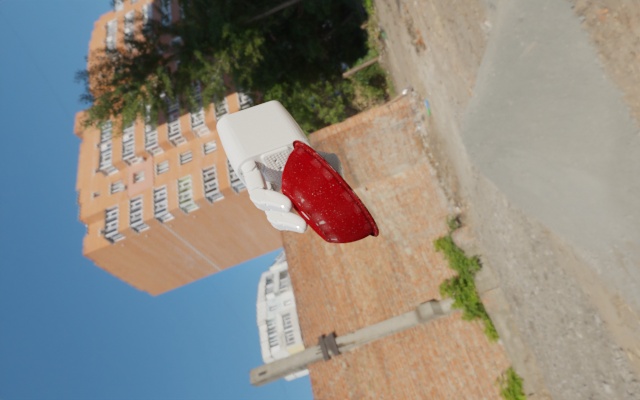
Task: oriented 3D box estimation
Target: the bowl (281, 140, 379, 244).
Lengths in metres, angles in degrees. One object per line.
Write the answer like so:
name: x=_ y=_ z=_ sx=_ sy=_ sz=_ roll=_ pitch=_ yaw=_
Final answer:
bowl: x=0.000 y=0.003 z=0.605 sx=0.055 sy=0.162 sz=0.162 roll=-42 pitch=7 yaw=-8
